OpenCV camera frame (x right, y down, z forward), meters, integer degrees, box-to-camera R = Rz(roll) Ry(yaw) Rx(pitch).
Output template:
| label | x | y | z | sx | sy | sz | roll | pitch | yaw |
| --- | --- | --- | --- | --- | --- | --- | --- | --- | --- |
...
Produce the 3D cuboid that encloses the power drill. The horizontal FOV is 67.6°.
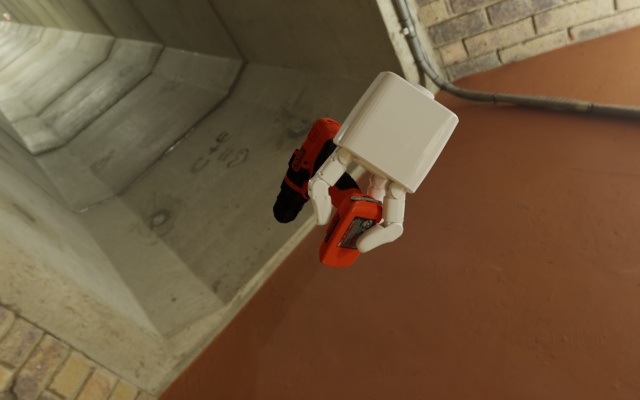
| label | x | y | z | sx | sy | sz | roll | pitch | yaw |
| --- | --- | --- | --- | --- | --- | --- | --- | --- | --- |
| power drill | 0.000 | 0.002 | 0.667 | 0.057 | 0.184 | 0.187 | 7 | 35 | -34 |
